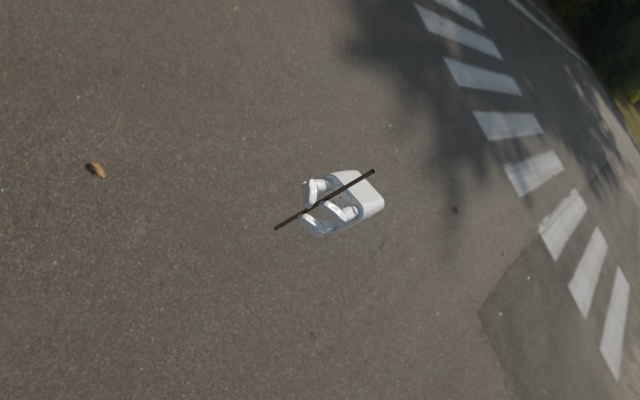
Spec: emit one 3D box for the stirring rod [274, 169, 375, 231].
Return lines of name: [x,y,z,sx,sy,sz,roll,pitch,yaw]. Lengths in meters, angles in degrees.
stirring rod: [0.000,0.003,0.851,0.239,0.011,0.011,-31,-18,33]
